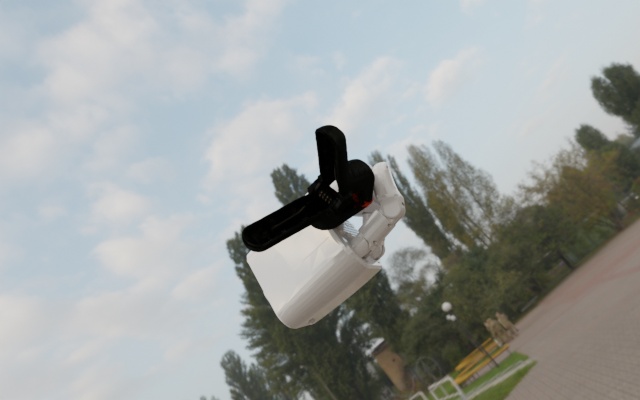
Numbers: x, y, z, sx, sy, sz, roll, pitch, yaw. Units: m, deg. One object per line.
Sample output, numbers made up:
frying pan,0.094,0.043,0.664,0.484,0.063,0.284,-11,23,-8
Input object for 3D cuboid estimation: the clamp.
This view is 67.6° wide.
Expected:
clamp,0.000,0.001,0.435,0.120,0.039,0.171,-44,-22,9
